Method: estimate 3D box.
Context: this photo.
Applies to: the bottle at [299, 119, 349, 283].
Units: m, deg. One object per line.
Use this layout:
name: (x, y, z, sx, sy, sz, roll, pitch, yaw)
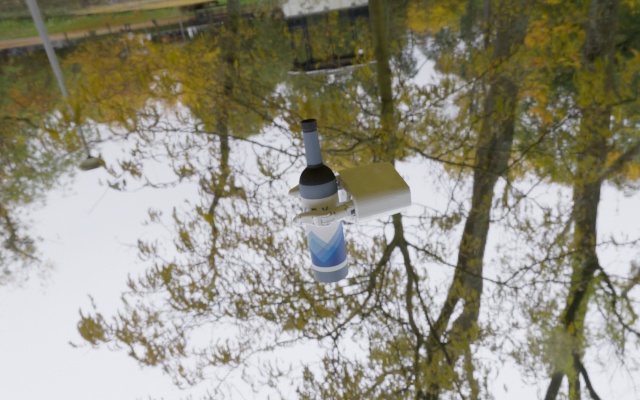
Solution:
bottle: (0.000, 0.003, 0.846, 0.069, 0.296, 0.069, -7, 21, 3)
